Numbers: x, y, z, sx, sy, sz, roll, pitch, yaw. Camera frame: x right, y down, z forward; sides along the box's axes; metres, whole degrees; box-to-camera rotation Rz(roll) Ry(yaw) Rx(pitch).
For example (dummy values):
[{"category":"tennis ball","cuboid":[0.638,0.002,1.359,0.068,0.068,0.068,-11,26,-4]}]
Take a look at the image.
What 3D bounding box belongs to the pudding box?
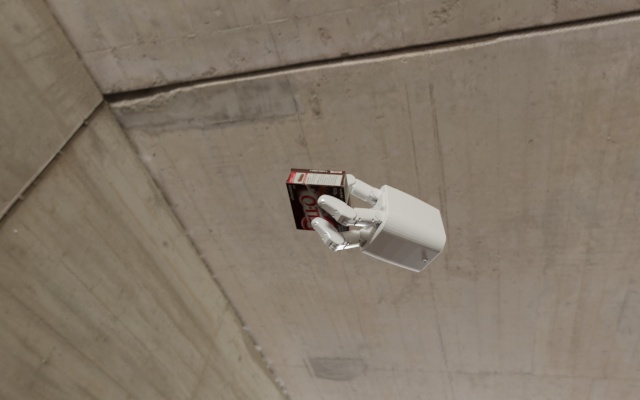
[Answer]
[{"category":"pudding box","cuboid":[0.000,0.002,0.751,0.090,0.114,0.039,3,45,12]}]
